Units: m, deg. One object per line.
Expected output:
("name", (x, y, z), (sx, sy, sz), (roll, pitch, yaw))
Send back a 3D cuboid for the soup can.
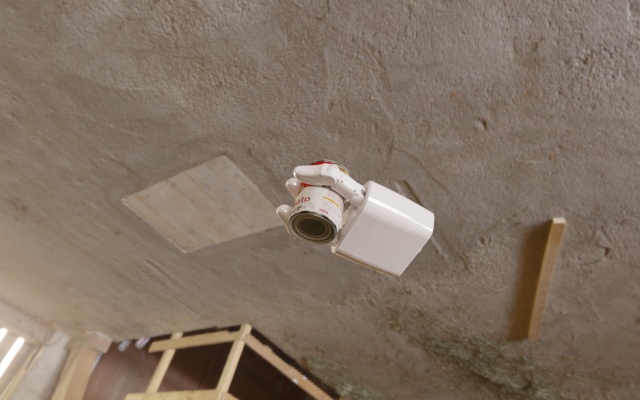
("soup can", (0.000, 0.002, 0.662), (0.068, 0.102, 0.069), (9, -41, 8))
